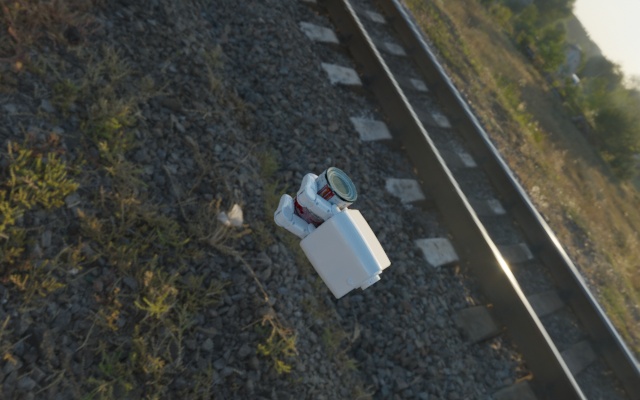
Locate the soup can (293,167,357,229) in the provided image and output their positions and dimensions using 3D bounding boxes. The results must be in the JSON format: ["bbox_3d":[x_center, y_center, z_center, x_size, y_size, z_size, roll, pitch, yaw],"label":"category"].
[{"bbox_3d":[0.000,0.002,0.763,0.102,0.068,0.068,-40,-23,31],"label":"soup can"}]
